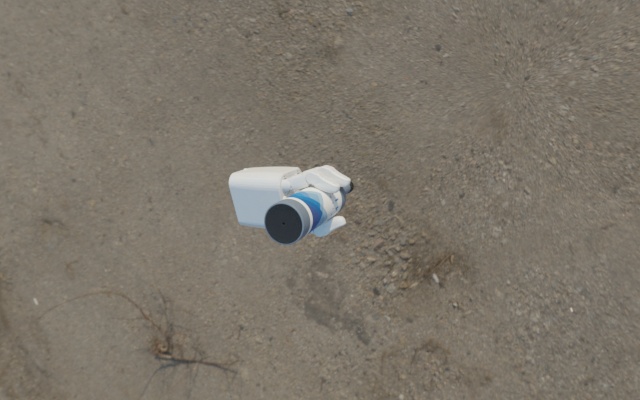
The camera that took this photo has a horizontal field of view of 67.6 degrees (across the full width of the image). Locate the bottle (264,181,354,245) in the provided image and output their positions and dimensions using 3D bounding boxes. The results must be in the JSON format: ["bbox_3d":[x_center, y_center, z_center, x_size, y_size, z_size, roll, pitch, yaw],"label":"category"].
[{"bbox_3d":[0.000,0.003,0.841,0.069,0.069,0.295,0,13,23],"label":"bottle"}]
